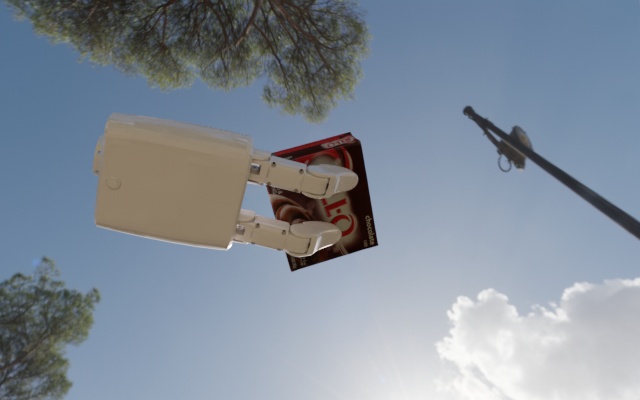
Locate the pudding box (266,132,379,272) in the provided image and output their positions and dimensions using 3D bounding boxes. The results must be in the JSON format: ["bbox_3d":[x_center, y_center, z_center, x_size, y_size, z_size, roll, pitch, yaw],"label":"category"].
[{"bbox_3d":[0.000,0.001,0.447,0.090,0.113,0.039,-16,29,-6],"label":"pudding box"}]
